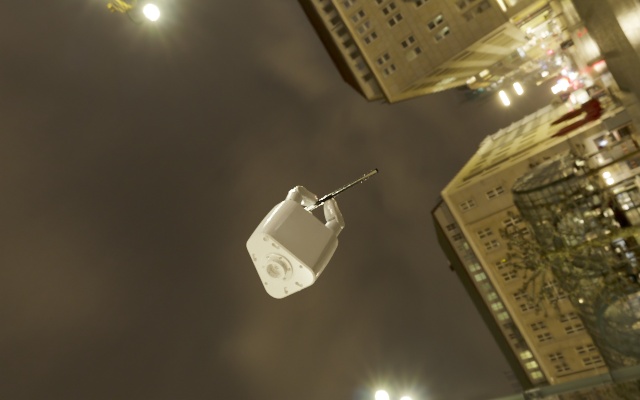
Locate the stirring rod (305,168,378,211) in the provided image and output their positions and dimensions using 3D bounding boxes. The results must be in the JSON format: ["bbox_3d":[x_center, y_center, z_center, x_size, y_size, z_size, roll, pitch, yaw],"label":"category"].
[{"bbox_3d":[0.000,0.003,0.828,0.239,0.011,0.011,-29,-16,30],"label":"stirring rod"}]
